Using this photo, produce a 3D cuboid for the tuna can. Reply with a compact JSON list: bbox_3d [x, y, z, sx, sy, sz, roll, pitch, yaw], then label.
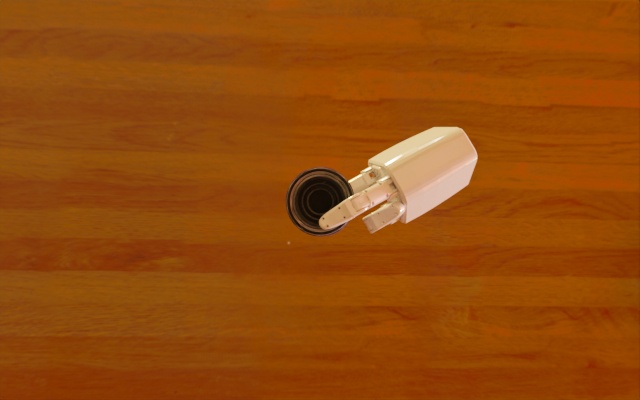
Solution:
[{"bbox_3d":[0.000,0.002,0.590,0.086,0.086,0.034,0,-2,1],"label":"tuna can"}]
